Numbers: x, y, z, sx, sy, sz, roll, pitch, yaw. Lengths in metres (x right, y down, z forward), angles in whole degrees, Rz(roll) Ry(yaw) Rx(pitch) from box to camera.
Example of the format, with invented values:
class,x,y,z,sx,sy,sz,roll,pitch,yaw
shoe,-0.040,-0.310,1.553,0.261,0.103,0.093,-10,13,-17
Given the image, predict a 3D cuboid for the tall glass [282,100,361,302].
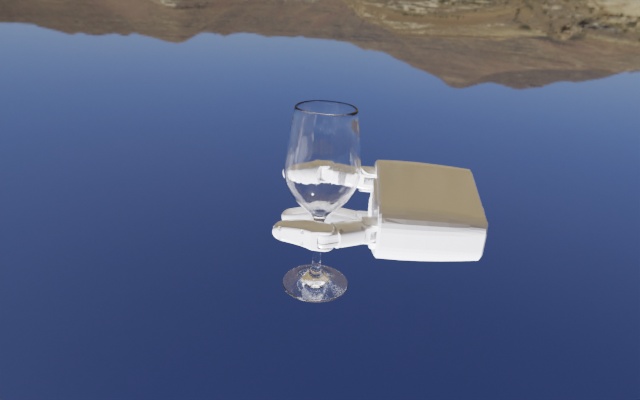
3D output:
class,x,y,z,sx,sy,sz,roll,pitch,yaw
tall glass,0.000,0.002,0.497,0.079,0.201,0.079,3,24,-1
